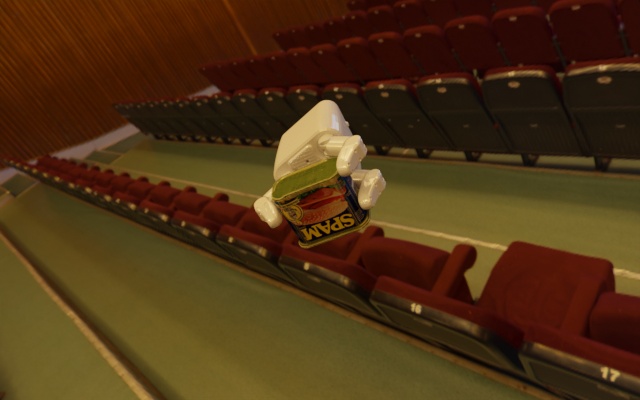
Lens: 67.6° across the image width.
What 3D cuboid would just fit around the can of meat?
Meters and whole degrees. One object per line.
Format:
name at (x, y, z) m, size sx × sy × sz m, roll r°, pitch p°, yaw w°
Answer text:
can of meat at (0.000, 0.002, 0.600) m, size 0.102 × 0.084 × 0.057 m, roll -20°, pitch 32°, yaw 18°
